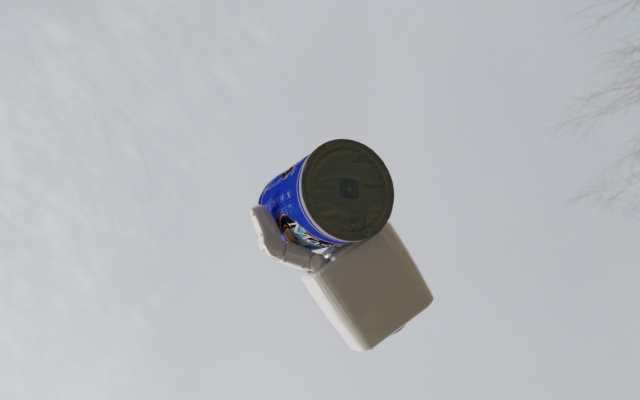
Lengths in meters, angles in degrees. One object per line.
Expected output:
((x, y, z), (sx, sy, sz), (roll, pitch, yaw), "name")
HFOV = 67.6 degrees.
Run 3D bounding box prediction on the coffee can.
((0.000, 0.002, 0.525), (0.103, 0.103, 0.140), (0, -11, -25), "coffee can")
